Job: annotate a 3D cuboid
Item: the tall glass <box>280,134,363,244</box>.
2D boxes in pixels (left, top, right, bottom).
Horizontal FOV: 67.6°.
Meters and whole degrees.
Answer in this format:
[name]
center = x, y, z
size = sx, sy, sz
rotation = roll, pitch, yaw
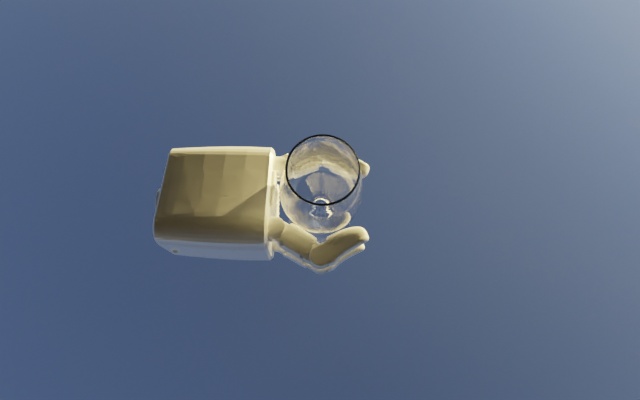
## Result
[tall glass]
center = 0.000, 0.002, 0.482
size = 0.079, 0.079, 0.201
rotation = 0, -16, -1
